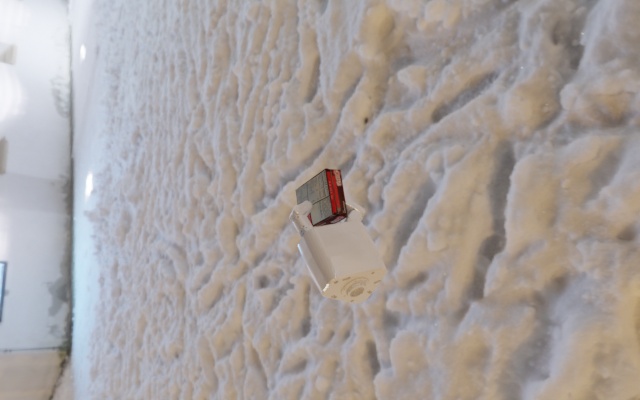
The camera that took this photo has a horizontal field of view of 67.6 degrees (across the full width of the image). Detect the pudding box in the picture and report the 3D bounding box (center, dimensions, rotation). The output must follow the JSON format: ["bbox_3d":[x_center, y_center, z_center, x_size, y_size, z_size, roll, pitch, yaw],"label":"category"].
[{"bbox_3d":[0.000,0.003,0.874,0.039,0.090,0.113,5,-22,-35],"label":"pudding box"}]
